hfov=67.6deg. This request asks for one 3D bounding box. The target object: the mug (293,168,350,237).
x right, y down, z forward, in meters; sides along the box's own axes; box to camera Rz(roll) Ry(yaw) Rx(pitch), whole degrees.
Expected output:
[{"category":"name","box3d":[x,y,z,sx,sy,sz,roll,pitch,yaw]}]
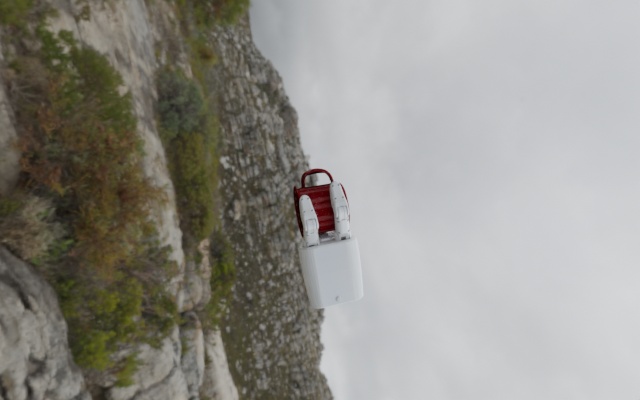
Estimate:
[{"category":"mug","box3d":[0.000,0.001,0.818,0.081,0.117,0.093,-10,9,-9]}]
